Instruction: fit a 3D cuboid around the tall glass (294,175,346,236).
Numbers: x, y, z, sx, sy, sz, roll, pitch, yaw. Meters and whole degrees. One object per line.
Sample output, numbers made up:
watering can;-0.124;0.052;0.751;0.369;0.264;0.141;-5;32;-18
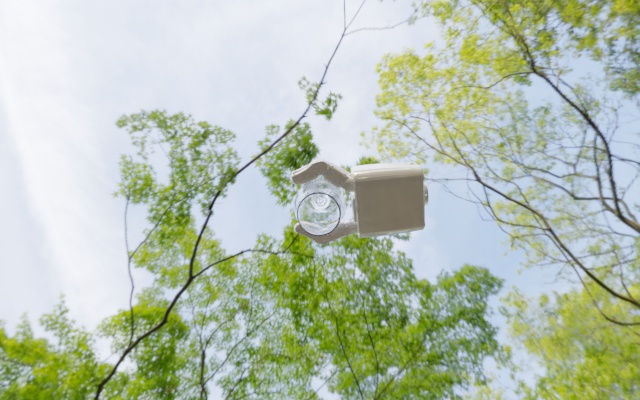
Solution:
tall glass;0.000;0.002;0.758;0.079;0.079;0.201;0;10;2
